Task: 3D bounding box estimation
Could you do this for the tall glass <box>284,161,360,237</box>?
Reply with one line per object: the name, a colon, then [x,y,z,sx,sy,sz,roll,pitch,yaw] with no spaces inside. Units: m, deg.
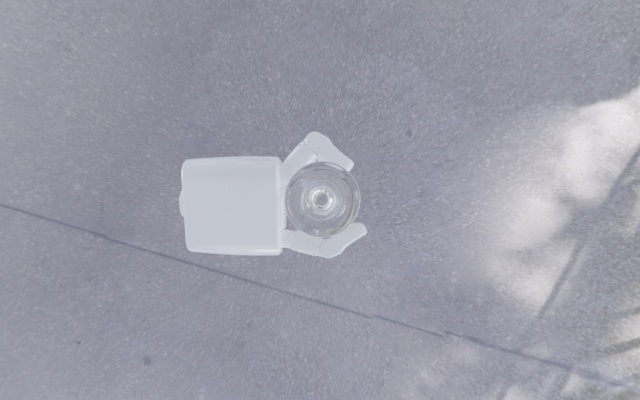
tall glass: [0.000,0.002,0.561,0.079,0.079,0.201,0,-2,0]
